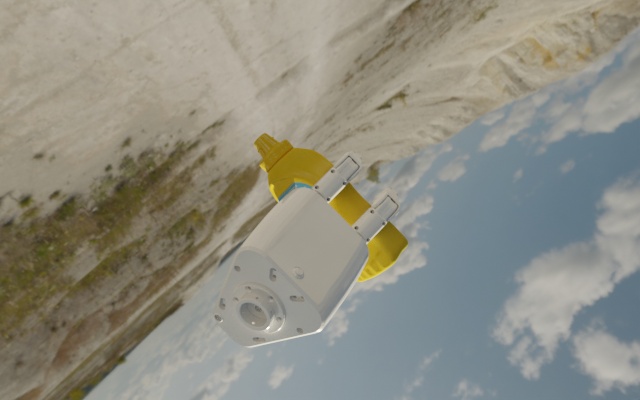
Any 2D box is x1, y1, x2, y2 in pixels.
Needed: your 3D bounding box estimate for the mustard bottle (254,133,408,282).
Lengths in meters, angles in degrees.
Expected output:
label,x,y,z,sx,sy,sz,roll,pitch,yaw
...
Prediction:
label,x,y,z,sx,sy,sz,roll,pitch,yaw
mustard bottle,0.000,0.002,0.519,0.058,0.191,0.096,-46,4,-30
